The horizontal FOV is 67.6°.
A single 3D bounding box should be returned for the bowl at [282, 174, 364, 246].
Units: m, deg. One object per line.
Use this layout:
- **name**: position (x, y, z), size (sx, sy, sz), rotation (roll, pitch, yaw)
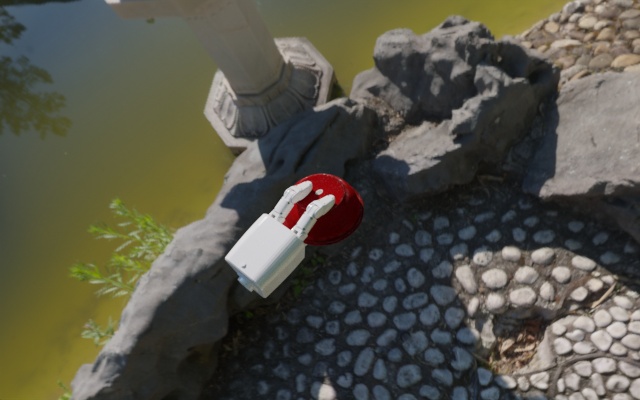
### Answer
- **bowl**: position (0.001, 0.002, 0.890), size (0.162, 0.162, 0.055), rotation (0, -39, 6)
